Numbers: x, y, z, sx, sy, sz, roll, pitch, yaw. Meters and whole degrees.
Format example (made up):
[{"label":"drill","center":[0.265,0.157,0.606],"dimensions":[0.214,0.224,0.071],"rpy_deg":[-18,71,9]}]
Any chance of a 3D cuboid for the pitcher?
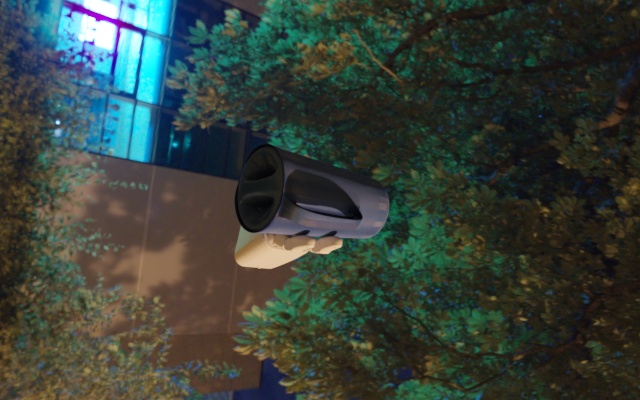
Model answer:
[{"label":"pitcher","center":[0.000,0.003,0.764],"dimensions":[0.243,0.149,0.145],"rpy_deg":[10,-30,-39]}]
